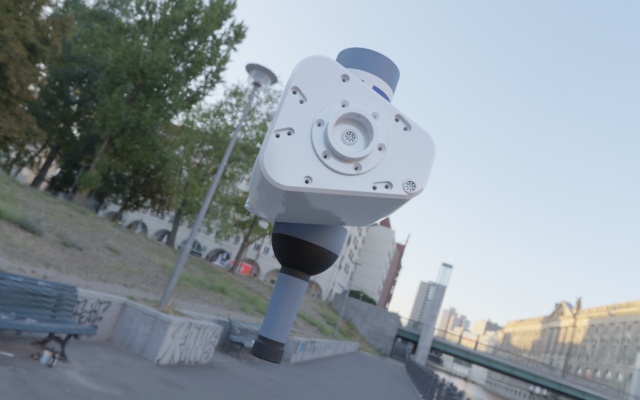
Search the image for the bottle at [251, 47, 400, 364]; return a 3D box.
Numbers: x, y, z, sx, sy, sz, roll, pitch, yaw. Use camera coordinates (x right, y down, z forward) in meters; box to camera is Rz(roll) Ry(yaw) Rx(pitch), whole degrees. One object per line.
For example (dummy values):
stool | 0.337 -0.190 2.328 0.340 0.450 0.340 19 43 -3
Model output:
bottle | 0.000 0.001 0.445 0.069 0.295 0.069 18 -13 4
